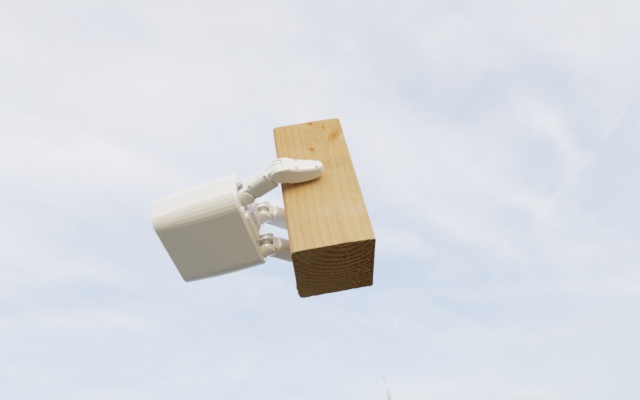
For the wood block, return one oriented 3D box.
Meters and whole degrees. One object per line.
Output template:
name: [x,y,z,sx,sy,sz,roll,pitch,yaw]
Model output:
wood block: [0.000,0.002,0.584,0.090,0.206,0.091,-9,-42,-4]
